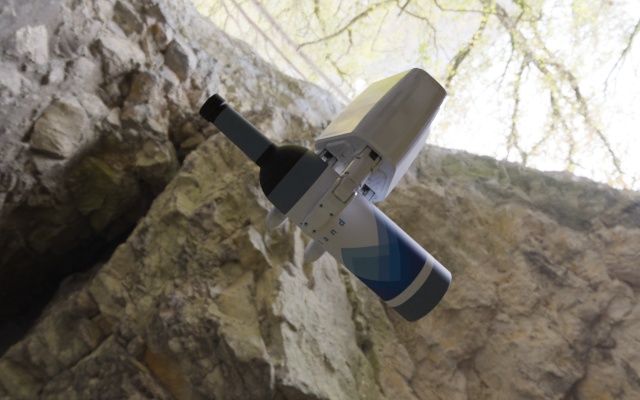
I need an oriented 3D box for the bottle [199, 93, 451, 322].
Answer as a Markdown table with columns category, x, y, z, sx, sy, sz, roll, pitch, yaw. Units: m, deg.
| category | x | y | z | sx | sy | sz | roll | pitch | yaw |
| --- | --- | --- | --- | --- | --- | --- | --- | --- | --- |
| bottle | 0.000 | 0.002 | 0.479 | 0.296 | 0.069 | 0.069 | 41 | -4 | -4 |
